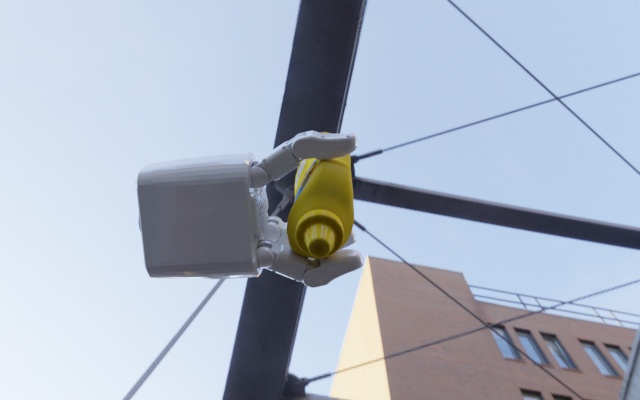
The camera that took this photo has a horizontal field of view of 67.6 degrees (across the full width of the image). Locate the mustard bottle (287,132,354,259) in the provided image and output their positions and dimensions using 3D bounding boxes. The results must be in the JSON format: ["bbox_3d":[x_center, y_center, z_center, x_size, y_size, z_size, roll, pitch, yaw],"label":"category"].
[{"bbox_3d":[0.000,0.001,0.467,0.058,0.096,0.191,19,21,-6],"label":"mustard bottle"}]
